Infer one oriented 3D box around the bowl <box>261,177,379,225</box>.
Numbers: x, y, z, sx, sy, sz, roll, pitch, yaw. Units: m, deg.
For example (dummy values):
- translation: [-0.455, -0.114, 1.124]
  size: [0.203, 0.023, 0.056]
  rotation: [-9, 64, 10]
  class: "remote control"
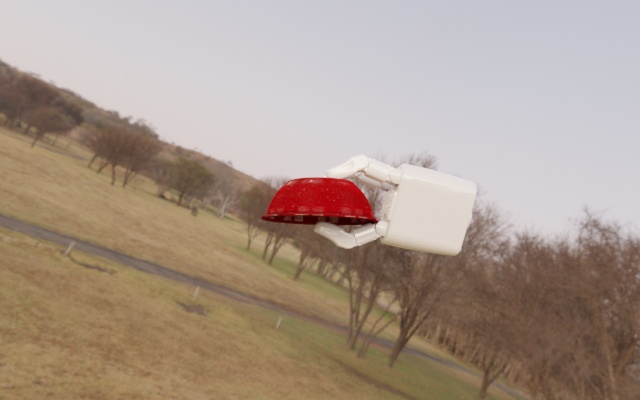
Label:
- translation: [-0.001, 0.002, 0.658]
  size: [0.162, 0.055, 0.162]
  rotation: [1, -7, 0]
  class: "bowl"
